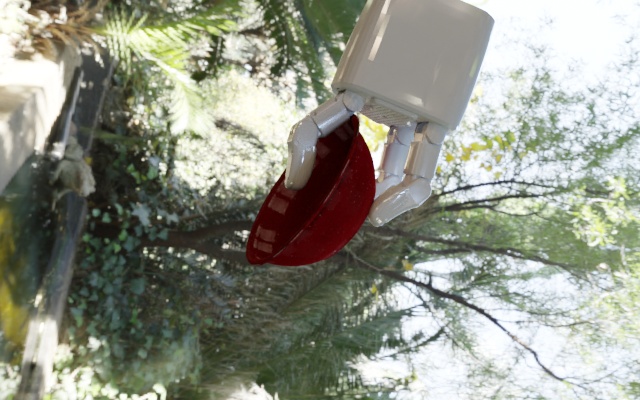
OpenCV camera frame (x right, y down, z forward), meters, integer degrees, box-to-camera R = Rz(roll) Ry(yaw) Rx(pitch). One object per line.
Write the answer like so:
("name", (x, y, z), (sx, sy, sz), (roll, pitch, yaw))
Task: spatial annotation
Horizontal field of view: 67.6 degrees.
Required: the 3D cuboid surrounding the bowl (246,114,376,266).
("bowl", (0.000, 0.003, 0.436), (0.055, 0.162, 0.162), (36, -13, -19))
